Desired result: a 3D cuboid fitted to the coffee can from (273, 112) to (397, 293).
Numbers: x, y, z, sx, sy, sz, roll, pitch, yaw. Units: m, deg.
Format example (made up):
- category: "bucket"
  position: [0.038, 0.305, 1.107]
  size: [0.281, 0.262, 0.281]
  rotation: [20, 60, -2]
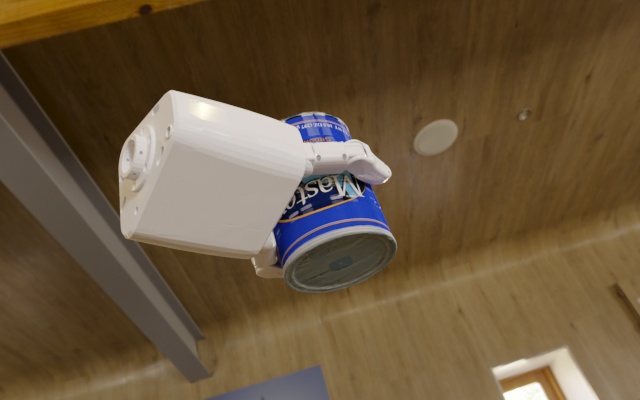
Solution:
- category: "coffee can"
  position: [0.000, 0.002, 0.454]
  size: [0.103, 0.140, 0.103]
  rotation: [-13, -34, -9]
